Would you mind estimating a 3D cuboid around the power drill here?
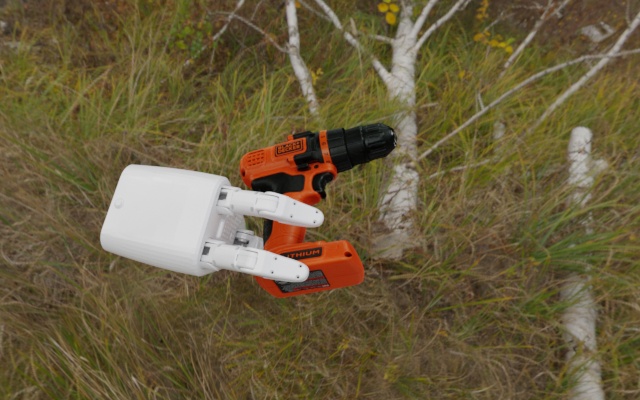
[{"bbox_3d":[0.000,0.002,0.509,0.184,0.187,0.057,-14,-41,12],"label":"power drill"}]
